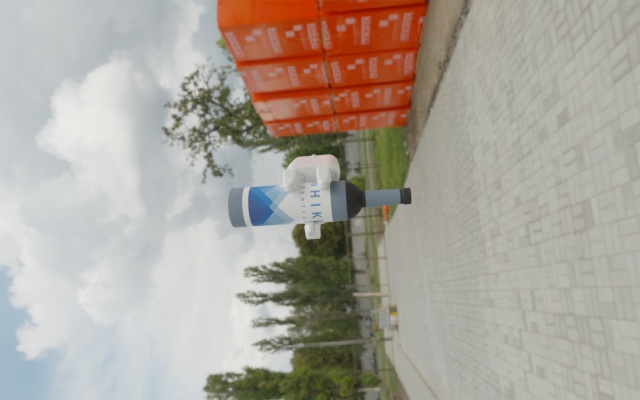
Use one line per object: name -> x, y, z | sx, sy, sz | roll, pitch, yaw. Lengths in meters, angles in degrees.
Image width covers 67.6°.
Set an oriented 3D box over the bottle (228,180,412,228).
bottle -> 0.000, 0.003, 0.788 | 0.296, 0.069, 0.069 | -4, 0, 5
